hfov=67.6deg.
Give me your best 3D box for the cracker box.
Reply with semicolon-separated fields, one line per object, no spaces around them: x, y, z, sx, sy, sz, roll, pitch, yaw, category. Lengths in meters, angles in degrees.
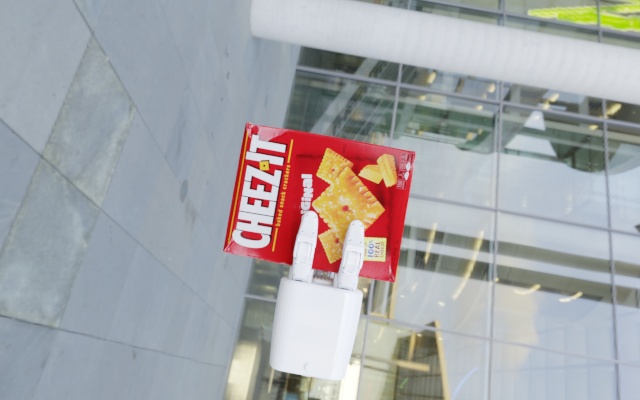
0.000;0.002;0.600;0.214;0.164;0.072;10;0;1;cracker box
